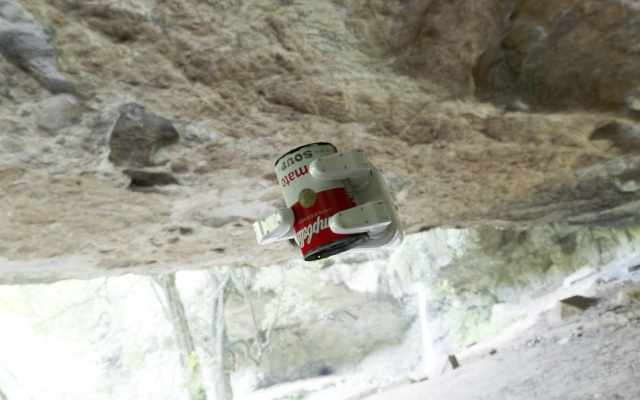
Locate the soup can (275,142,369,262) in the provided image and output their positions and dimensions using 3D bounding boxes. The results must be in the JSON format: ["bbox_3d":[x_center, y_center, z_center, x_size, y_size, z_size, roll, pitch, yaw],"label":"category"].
[{"bbox_3d":[0.000,0.001,0.476,0.068,0.102,0.068,-18,-14,-5],"label":"soup can"}]
